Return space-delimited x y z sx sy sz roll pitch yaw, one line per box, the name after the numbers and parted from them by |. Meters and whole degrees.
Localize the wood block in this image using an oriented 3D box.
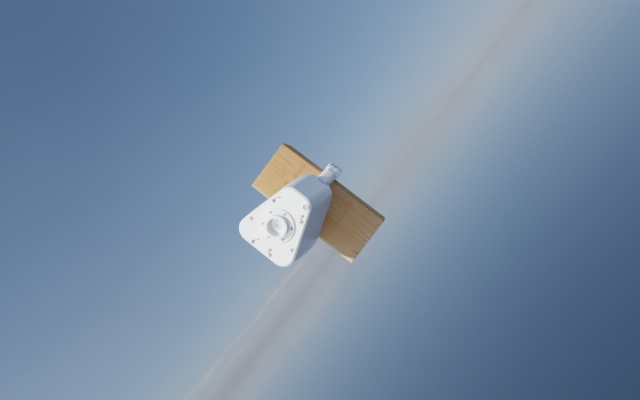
0.000 0.002 0.809 0.206 0.091 0.090 38 6 5 | wood block
